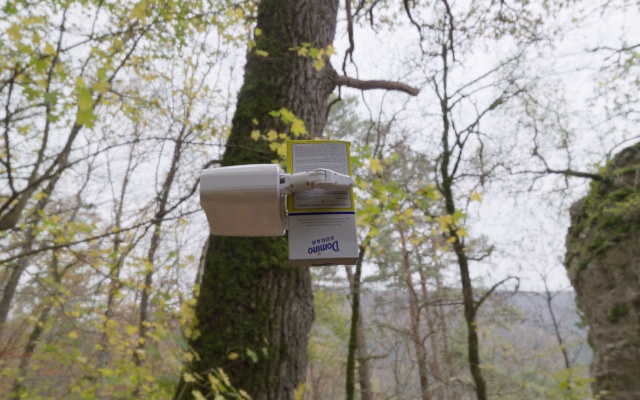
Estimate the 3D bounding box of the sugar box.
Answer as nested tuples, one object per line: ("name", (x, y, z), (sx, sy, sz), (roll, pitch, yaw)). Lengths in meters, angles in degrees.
("sugar box", (0.000, 0.002, 0.662), (0.093, 0.176, 0.048), (-1, -20, -3))
